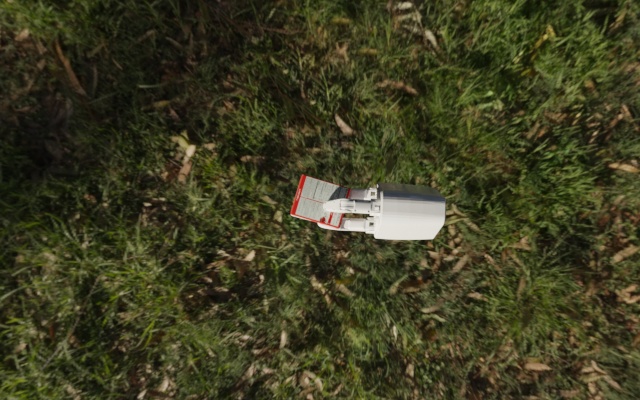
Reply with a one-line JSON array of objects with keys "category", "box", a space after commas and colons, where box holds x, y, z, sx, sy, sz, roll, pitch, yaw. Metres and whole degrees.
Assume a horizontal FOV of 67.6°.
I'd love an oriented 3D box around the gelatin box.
[{"category": "gelatin box", "box": [0.000, 0.003, 0.825, 0.089, 0.073, 0.030, 16, -5, -2]}]
